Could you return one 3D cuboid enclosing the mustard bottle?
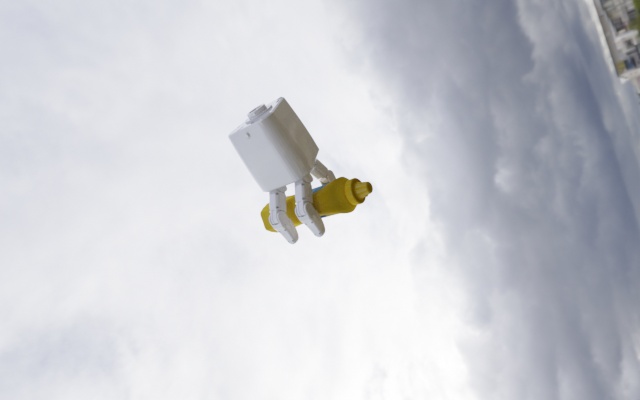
[{"bbox_3d":[0.000,0.003,0.766,0.191,0.058,0.096,-18,0,37],"label":"mustard bottle"}]
